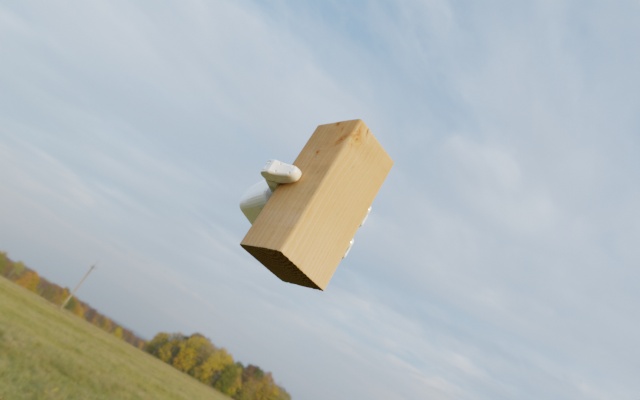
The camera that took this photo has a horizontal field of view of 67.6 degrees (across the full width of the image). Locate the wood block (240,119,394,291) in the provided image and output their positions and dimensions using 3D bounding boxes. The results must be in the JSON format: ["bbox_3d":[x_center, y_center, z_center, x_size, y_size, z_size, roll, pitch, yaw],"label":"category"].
[{"bbox_3d":[0.000,0.002,0.626,0.090,0.206,0.091,2,-36,49],"label":"wood block"}]
